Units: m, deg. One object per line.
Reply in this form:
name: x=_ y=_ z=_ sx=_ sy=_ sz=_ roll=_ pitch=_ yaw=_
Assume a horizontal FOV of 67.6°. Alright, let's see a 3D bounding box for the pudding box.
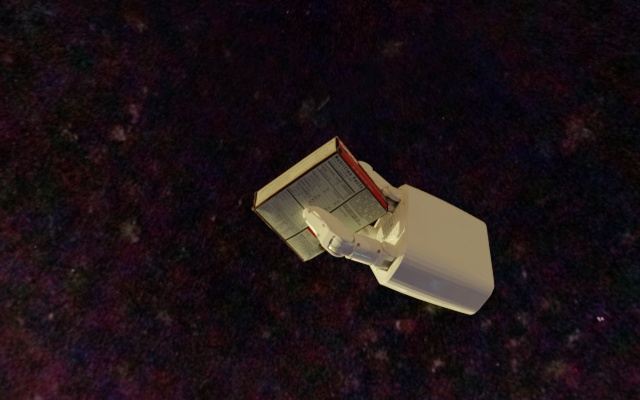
pudding box: x=0.000 y=0.002 z=0.496 sx=0.113 sy=0.090 sz=0.039 roll=-34 pitch=24 yaw=18
